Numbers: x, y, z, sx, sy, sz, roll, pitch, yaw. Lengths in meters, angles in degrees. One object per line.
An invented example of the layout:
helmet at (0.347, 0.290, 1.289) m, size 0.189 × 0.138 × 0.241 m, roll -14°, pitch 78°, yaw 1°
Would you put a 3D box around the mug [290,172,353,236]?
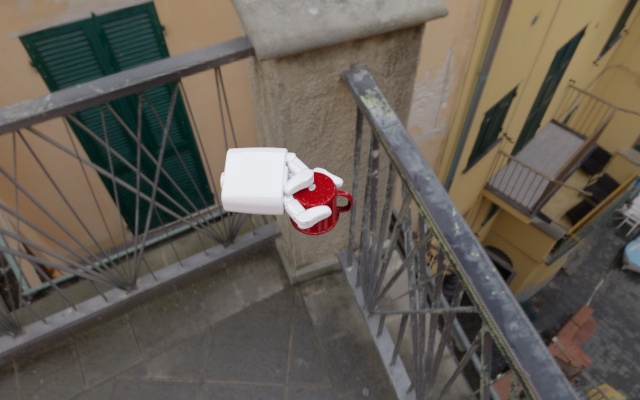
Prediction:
mug at (0.002, 0.003, 0.861) m, size 0.117 × 0.093 × 0.082 m, roll 1°, pitch -38°, yaw 2°
